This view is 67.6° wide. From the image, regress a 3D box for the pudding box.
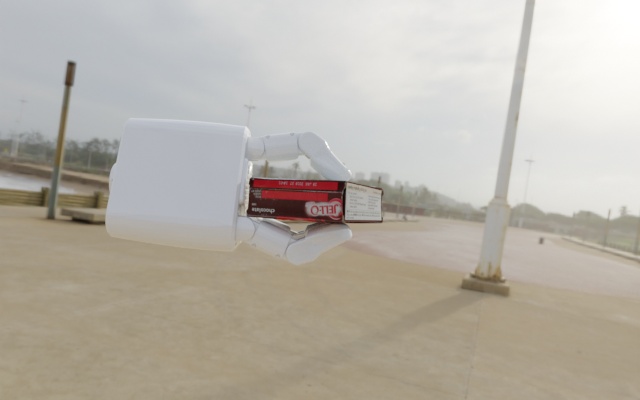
[{"bbox_3d":[0.000,0.001,0.434,0.090,0.039,0.113,4,1,24],"label":"pudding box"}]
